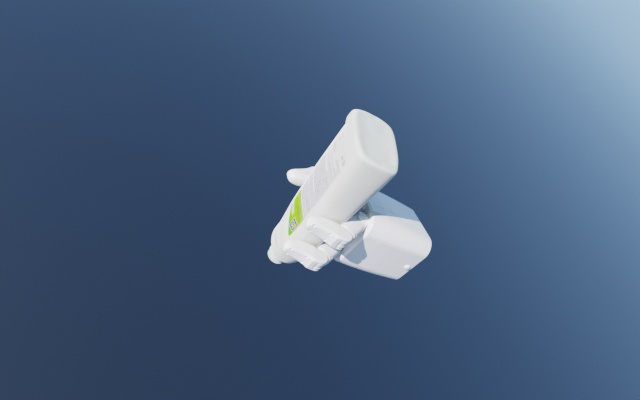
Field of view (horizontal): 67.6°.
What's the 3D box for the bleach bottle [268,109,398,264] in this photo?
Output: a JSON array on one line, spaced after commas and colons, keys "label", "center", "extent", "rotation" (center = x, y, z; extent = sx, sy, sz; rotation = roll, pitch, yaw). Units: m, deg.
[{"label": "bleach bottle", "center": [0.000, 0.002, 0.636], "extent": [0.068, 0.102, 0.251], "rotation": [23, -48, -23]}]
